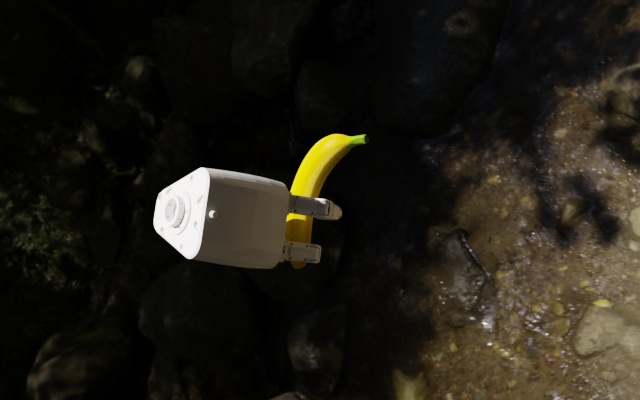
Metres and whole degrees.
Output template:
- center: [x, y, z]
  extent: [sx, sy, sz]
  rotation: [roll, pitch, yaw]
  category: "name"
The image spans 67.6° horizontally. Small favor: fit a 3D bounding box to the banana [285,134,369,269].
- center: [-0.010, -0.009, 0.629]
  extent: [0.037, 0.198, 0.069]
  rotation: [14, 15, -47]
  category: "banana"
